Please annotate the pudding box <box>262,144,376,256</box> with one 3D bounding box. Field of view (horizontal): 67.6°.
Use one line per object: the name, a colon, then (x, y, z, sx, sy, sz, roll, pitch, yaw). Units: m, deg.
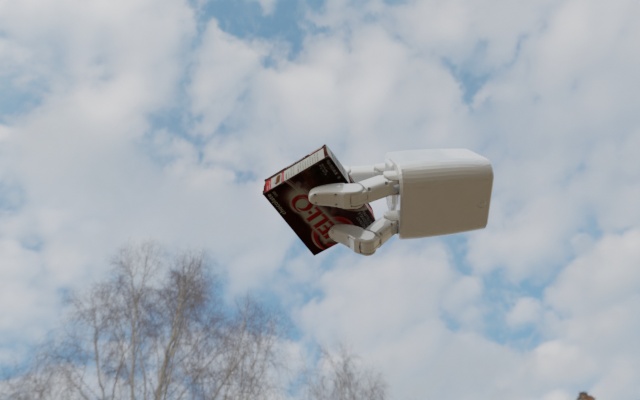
pudding box: (0.000, 0.002, 0.565, 0.090, 0.113, 0.039, -30, 28, 14)
